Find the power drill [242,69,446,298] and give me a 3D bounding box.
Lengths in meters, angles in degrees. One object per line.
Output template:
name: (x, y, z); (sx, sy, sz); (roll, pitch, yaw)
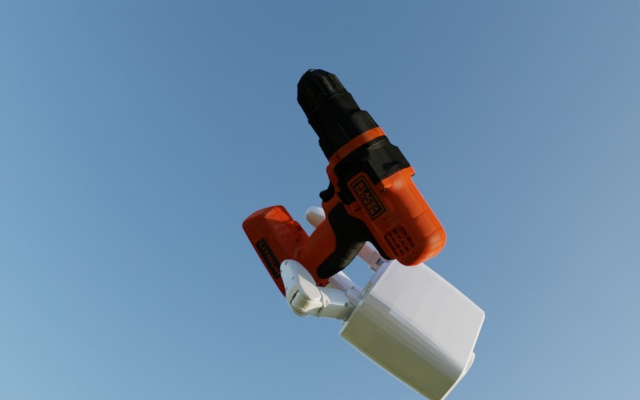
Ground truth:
power drill: (0.000, 0.002, 0.439); (0.057, 0.184, 0.188); (-23, -12, -43)
